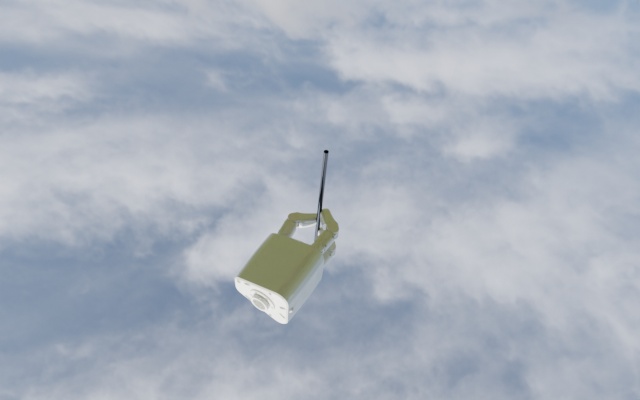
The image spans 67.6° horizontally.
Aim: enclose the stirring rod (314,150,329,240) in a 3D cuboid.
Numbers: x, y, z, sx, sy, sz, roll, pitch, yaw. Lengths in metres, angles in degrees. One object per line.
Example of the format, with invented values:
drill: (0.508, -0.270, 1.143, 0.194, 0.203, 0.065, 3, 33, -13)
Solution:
stirring rod: (0.000, 0.003, 0.817, 0.011, 0.011, 0.240, 0, -40, -5)
